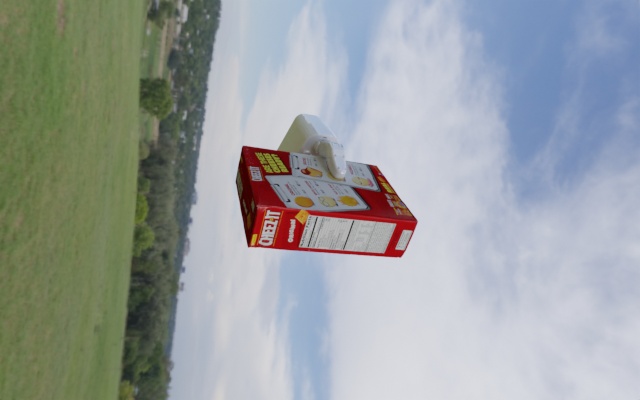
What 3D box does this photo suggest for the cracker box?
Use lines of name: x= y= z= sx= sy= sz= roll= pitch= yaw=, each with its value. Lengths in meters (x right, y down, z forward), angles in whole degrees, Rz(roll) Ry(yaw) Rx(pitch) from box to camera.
cracker box: x=0.000 y=0.002 z=0.654 sx=0.214 sy=0.072 sz=0.164 roll=6 pitch=29 yaw=-19
